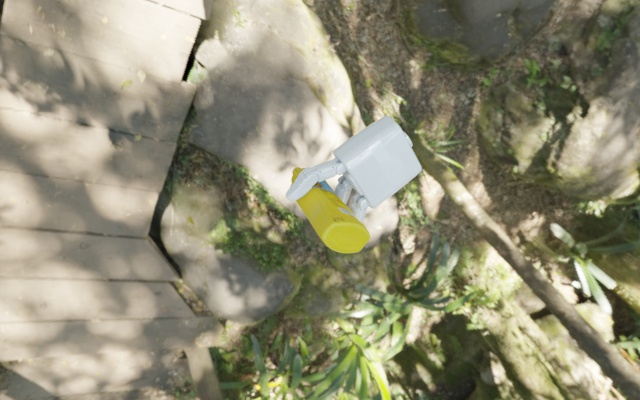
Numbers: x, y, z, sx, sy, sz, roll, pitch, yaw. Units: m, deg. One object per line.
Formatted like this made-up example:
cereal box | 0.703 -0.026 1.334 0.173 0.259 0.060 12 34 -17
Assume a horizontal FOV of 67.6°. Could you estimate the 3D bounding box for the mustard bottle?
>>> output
mustard bottle | 0.000 0.003 0.784 0.096 0.058 0.191 21 23 -43
